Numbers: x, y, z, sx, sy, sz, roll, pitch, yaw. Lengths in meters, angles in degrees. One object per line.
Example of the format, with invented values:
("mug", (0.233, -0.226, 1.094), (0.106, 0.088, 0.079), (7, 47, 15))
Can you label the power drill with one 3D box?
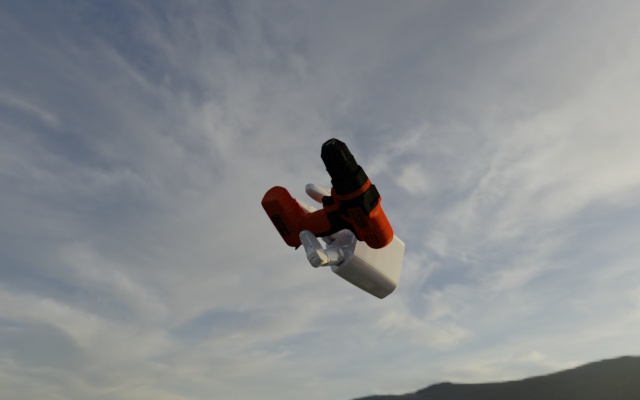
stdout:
("power drill", (0.000, 0.003, 0.727), (0.187, 0.184, 0.057), (-10, 29, 39))
